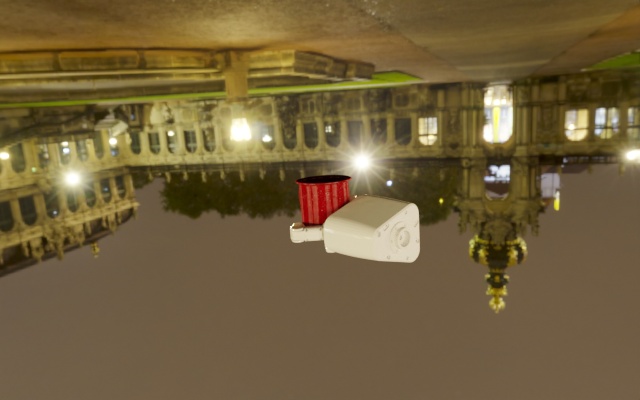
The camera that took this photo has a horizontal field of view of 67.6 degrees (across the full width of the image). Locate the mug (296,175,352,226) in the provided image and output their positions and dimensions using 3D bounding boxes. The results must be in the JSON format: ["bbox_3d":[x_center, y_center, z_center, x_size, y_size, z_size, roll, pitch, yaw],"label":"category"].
[{"bbox_3d":[-0.001,0.003,0.807,0.093,0.081,0.117,-12,14,-38],"label":"mug"}]
